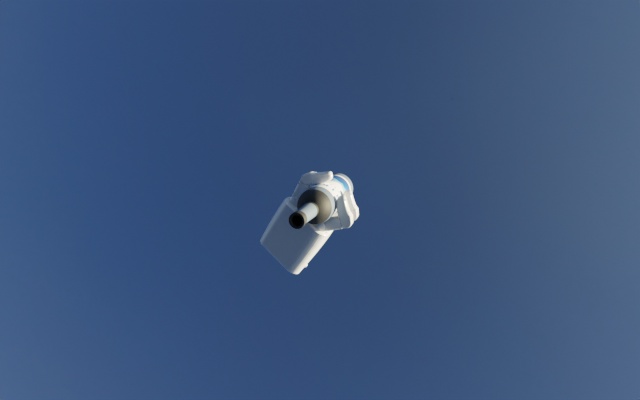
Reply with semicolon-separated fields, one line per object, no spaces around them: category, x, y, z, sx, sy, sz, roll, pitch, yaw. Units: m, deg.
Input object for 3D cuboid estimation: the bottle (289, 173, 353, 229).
bottle;0.000;0.003;0.898;0.069;0.069;0.295;0;12;15
